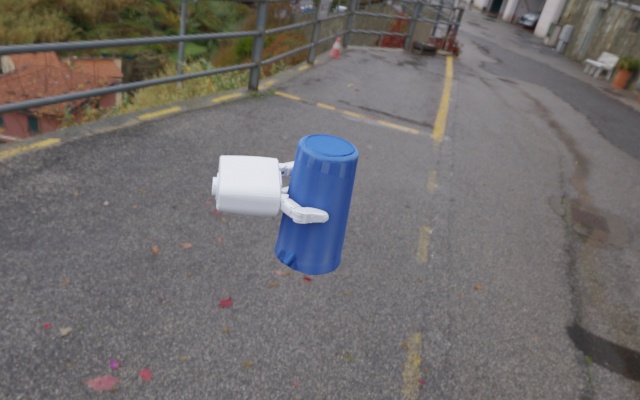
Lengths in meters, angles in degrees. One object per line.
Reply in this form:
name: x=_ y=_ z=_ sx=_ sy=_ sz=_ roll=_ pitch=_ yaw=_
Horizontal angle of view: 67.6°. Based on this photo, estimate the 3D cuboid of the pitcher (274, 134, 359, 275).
pitcher: x=0.000 y=0.003 z=0.892 sx=0.145 sy=0.243 sz=0.149 roll=4 pitch=30 yaw=-14
